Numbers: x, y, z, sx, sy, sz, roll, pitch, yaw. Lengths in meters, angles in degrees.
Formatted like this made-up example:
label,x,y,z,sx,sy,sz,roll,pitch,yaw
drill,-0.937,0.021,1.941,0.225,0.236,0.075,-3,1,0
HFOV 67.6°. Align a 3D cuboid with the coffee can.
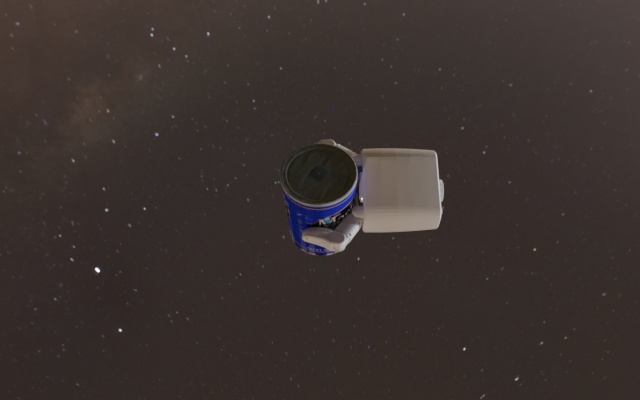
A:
label,x,y,z,sx,sy,sz,roll,pitch,yaw
coffee can,0.000,0.002,0.688,0.103,0.102,0.140,0,-34,2
